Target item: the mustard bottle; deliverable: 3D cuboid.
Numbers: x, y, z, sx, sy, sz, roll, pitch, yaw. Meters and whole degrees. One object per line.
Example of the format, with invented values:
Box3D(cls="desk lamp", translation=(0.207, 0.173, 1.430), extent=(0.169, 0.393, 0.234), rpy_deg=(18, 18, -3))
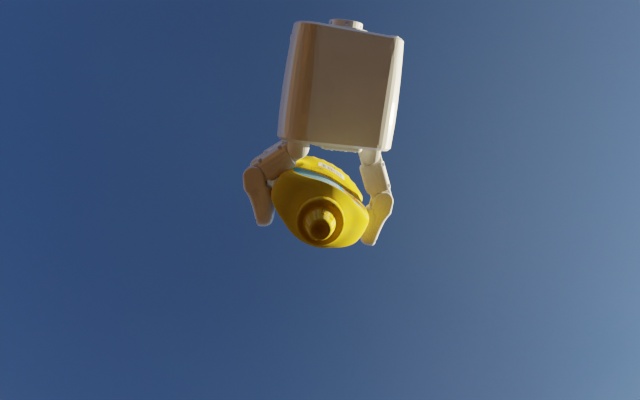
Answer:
Box3D(cls="mustard bottle", translation=(0.000, 0.002, 0.468), extent=(0.096, 0.058, 0.191), rpy_deg=(30, 10, -7))
